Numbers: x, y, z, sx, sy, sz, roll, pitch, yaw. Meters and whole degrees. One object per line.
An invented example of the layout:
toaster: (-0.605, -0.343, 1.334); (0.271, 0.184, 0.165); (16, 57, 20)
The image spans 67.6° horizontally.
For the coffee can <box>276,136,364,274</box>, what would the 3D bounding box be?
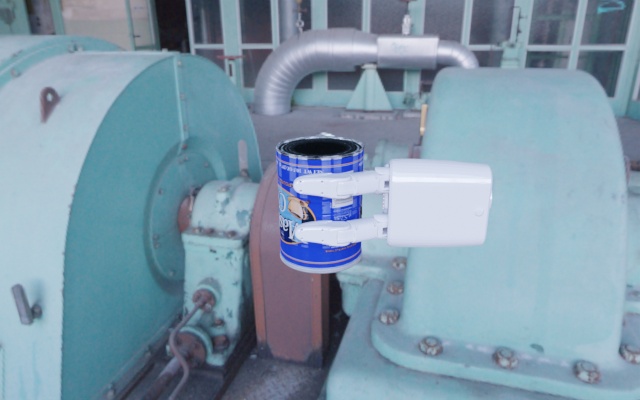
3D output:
coffee can: (0.000, 0.002, 0.574); (0.103, 0.140, 0.102); (-1, 20, 0)
